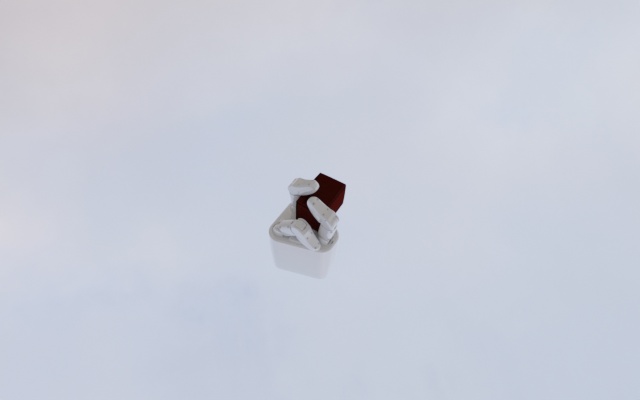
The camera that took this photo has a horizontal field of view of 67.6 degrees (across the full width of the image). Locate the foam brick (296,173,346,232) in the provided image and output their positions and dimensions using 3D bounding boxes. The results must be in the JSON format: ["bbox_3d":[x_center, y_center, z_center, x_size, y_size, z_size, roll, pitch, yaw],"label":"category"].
[{"bbox_3d":[0.000,0.002,0.800,0.053,0.078,0.051,28,-33,18],"label":"foam brick"}]
